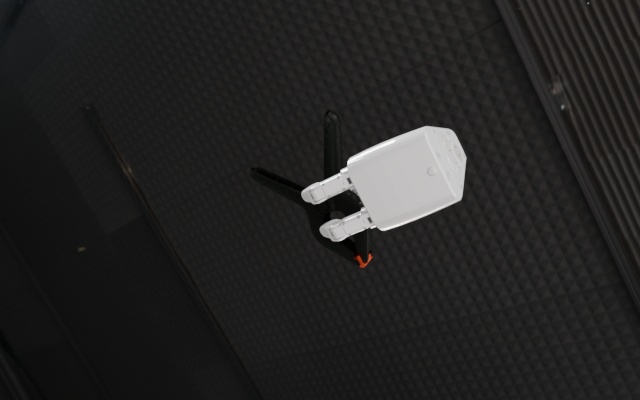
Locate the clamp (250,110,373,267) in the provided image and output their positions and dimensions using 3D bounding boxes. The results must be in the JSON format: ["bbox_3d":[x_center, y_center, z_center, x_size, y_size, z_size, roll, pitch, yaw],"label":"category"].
[{"bbox_3d":[0.001,0.002,0.665,0.164,0.210,0.036,-23,8,33],"label":"clamp"}]
